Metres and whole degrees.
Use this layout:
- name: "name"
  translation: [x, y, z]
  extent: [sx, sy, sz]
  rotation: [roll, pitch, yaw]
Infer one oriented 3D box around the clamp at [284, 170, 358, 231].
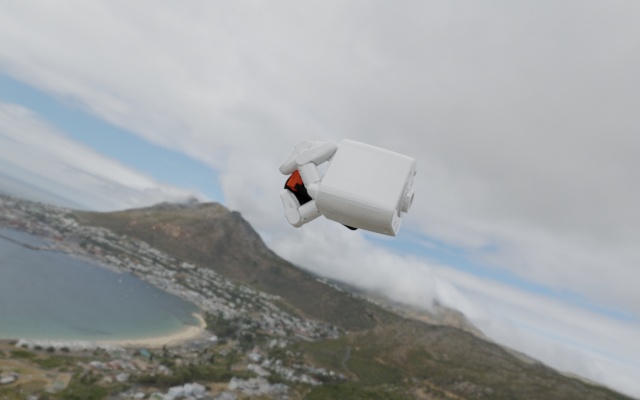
- name: "clamp"
  translation: [0.000, 0.002, 0.756]
  extent: [0.120, 0.039, 0.171]
  rotation: [15, -12, 18]
